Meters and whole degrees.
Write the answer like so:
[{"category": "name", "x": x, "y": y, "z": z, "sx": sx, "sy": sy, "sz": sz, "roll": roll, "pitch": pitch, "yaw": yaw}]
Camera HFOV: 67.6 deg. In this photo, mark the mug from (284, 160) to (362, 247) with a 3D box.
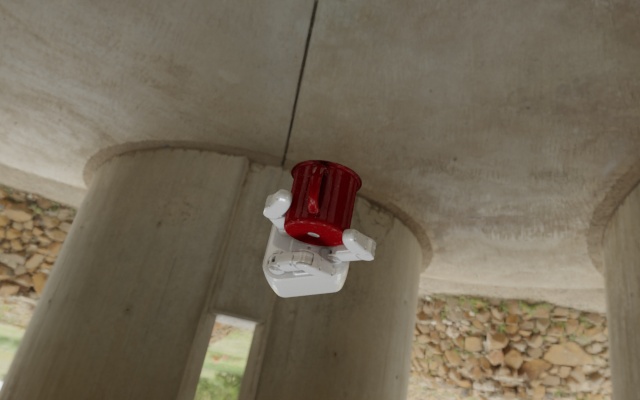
[{"category": "mug", "x": 0.000, "y": 0.002, "z": 0.589, "sx": 0.093, "sy": 0.081, "sz": 0.117, "roll": 8, "pitch": -25, "yaw": 7}]
